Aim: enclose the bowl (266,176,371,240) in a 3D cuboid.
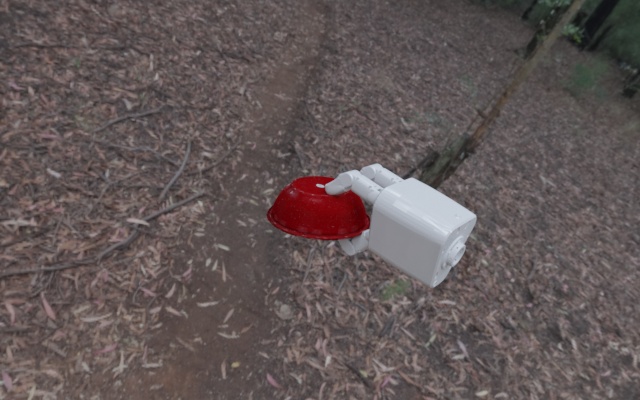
[{"bbox_3d":[-0.001,0.002,0.728,0.162,0.055,0.162,4,20,-2],"label":"bowl"}]
